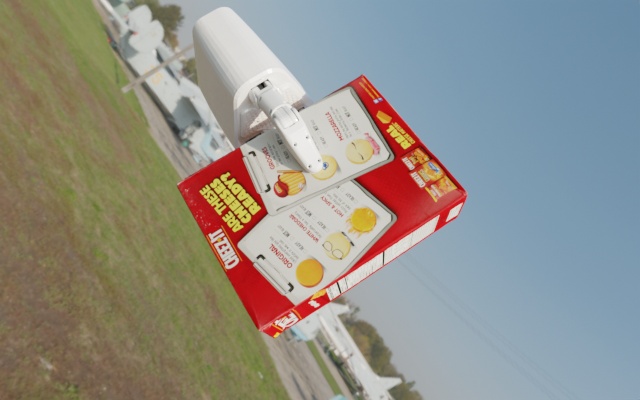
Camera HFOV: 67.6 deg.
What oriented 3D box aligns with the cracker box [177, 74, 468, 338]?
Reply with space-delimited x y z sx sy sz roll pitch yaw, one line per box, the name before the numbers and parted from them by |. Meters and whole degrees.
cracker box | 0.000 0.001 0.456 0.213 0.164 0.072 -32 -24 -7
